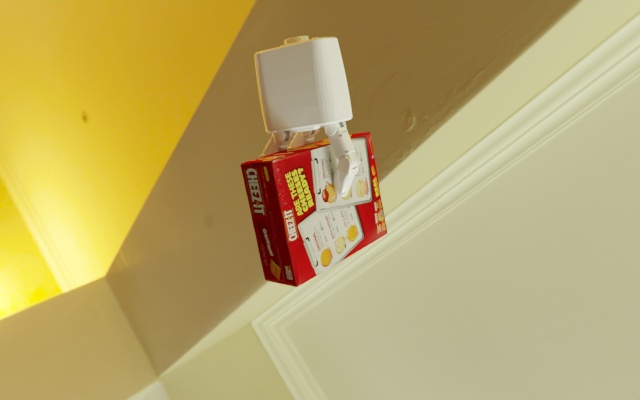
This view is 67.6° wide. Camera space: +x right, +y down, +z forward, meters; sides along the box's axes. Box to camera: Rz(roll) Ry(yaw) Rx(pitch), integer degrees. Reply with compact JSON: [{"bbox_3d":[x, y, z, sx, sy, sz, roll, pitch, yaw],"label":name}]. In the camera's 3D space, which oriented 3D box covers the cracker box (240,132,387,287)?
[{"bbox_3d":[0.000,0.002,0.674,0.072,0.164,0.213,0,15,41],"label":"cracker box"}]
